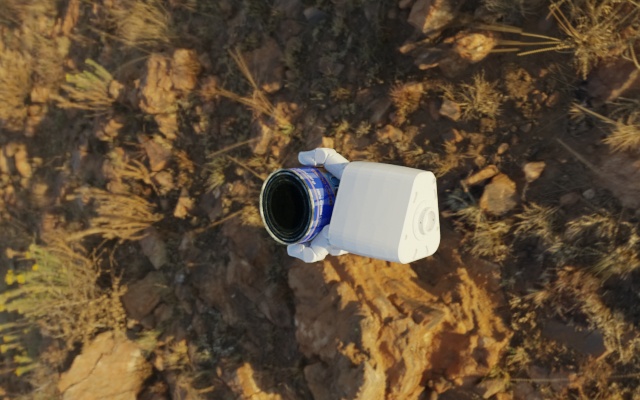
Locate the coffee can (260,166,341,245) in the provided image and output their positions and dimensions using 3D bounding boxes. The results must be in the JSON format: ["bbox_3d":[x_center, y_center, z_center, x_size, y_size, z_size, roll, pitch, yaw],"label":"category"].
[{"bbox_3d":[0.000,0.002,0.677,0.103,0.103,0.140,0,5,43],"label":"coffee can"}]
